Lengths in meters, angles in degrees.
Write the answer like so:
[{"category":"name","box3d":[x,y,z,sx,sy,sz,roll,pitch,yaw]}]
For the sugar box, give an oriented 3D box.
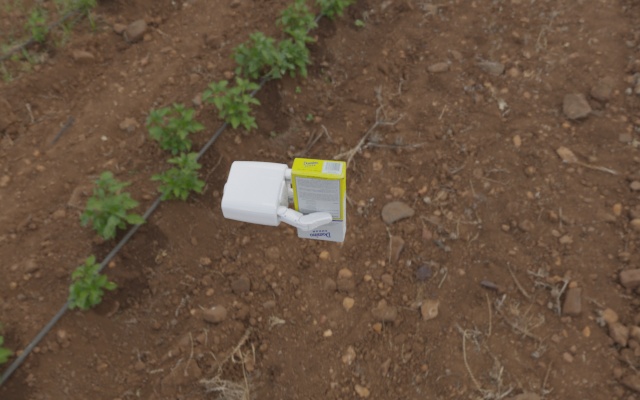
[{"category":"sugar box","box3d":[0.000,0.002,0.883,0.093,0.048,0.176,6,-40,8]}]
